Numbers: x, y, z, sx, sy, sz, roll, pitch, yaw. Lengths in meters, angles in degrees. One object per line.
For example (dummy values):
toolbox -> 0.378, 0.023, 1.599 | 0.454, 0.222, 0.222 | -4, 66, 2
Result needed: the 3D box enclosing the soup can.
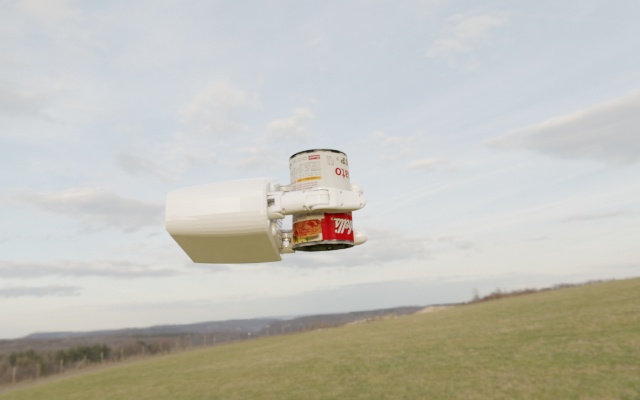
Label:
soup can -> 0.001, 0.001, 0.523 | 0.068, 0.102, 0.068 | -3, -13, -1
